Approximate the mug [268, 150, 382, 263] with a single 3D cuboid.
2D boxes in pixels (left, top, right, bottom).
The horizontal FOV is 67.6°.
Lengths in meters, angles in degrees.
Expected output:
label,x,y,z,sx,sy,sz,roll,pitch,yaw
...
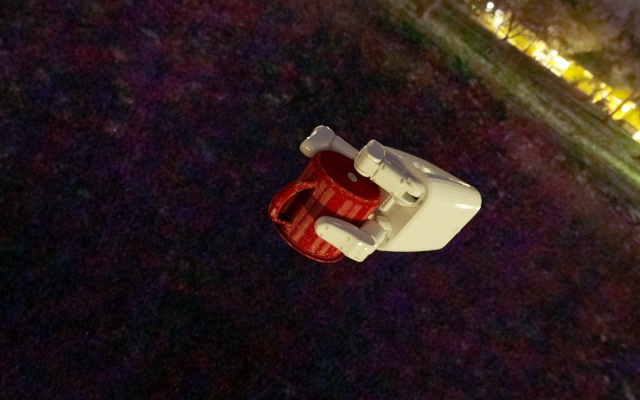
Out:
label,x,y,z,sx,sy,sz,roll,pitch,yaw
mug,-0.001,0.001,0.484,0.117,0.081,0.093,7,40,-44
